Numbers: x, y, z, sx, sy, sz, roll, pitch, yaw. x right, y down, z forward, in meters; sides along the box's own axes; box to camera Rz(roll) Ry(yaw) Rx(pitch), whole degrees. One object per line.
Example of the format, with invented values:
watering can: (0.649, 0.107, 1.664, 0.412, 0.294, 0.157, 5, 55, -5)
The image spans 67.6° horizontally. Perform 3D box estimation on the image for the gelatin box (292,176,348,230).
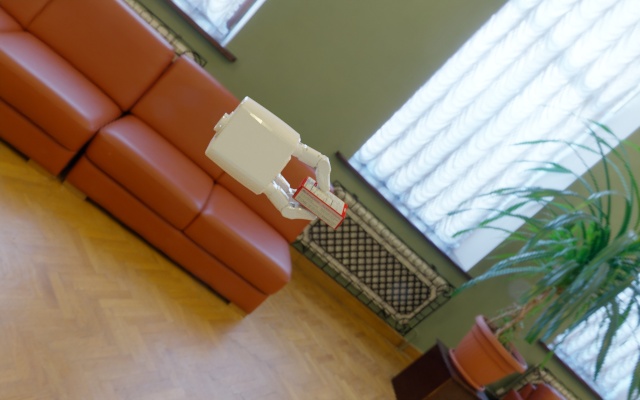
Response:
gelatin box: (0.001, 0.002, 0.787, 0.089, 0.030, 0.073, 37, 16, -4)
